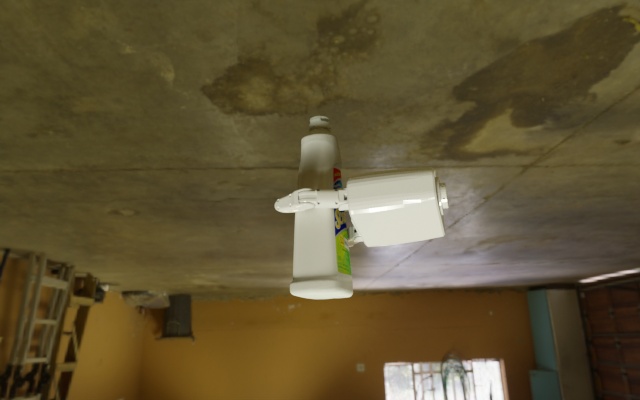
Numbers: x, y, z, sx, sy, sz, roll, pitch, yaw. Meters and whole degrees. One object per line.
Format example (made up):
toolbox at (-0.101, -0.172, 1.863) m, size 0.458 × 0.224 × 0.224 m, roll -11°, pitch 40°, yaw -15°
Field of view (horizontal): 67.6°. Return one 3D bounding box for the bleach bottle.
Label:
bleach bottle at (0.000, 0.002, 0.644) m, size 0.068 × 0.250 × 0.102 m, roll -7°, pitch -17°, yaw 17°
